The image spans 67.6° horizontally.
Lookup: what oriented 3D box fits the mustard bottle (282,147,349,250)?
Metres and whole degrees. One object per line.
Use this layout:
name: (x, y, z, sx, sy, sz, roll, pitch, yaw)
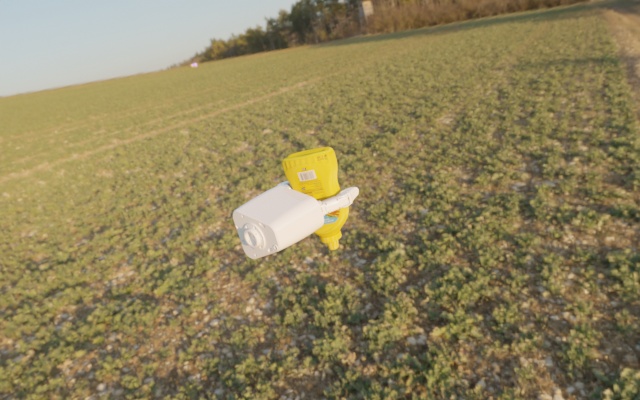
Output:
mustard bottle: (0.000, 0.003, 0.878, 0.096, 0.192, 0.058, -9, 18, 22)
